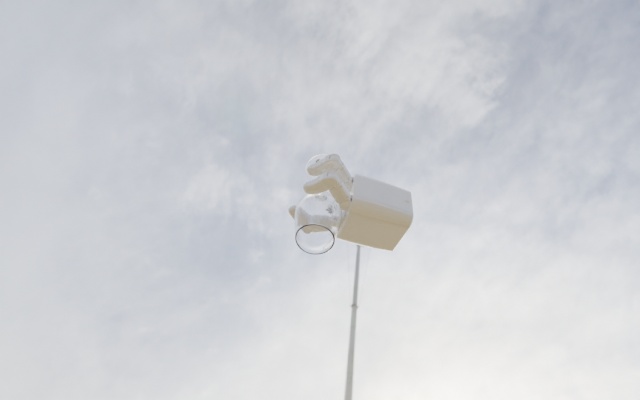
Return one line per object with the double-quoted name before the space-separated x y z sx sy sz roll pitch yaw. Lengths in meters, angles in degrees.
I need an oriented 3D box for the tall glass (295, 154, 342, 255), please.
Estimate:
"tall glass" 0.000 0.002 0.814 0.079 0.079 0.201 0 36 7
